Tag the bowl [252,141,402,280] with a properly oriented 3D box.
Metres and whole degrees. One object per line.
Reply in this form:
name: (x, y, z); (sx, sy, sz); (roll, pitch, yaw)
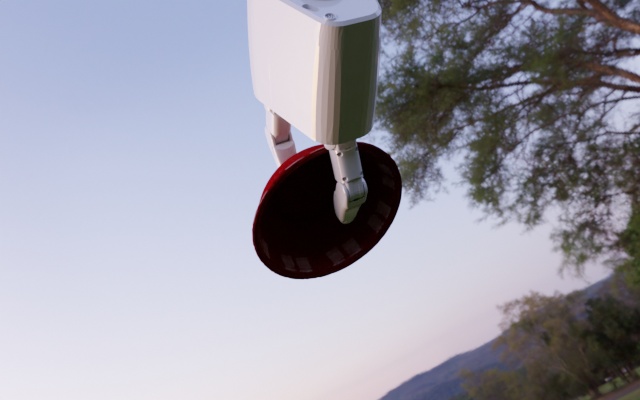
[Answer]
bowl: (0.000, 0.002, 0.483); (0.162, 0.162, 0.055); (0, 33, -31)
